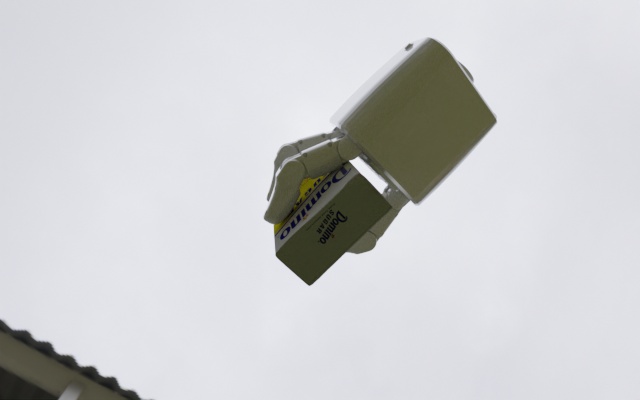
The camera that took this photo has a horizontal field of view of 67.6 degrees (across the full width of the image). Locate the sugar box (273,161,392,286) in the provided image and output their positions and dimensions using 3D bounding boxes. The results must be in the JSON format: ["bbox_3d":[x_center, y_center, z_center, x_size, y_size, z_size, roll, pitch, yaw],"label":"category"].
[{"bbox_3d":[0.000,0.001,0.444,0.048,0.093,0.176,44,5,-13],"label":"sugar box"}]
